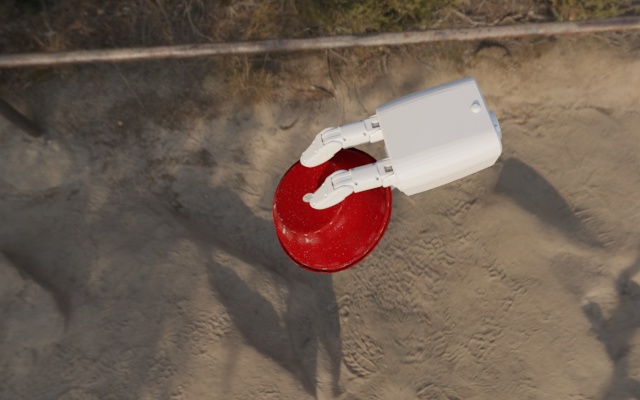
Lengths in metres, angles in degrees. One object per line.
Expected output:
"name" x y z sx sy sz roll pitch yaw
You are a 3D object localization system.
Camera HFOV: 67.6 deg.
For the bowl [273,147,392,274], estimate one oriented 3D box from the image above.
"bowl" -0.001 0.002 0.564 0.162 0.162 0.055 0 -16 30
